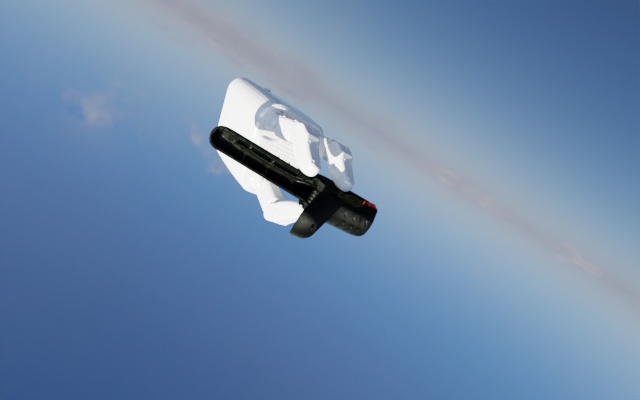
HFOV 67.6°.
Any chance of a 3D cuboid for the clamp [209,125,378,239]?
[{"bbox_3d":[0.000,0.002,0.488,0.210,0.036,0.164,22,19,-44],"label":"clamp"}]
